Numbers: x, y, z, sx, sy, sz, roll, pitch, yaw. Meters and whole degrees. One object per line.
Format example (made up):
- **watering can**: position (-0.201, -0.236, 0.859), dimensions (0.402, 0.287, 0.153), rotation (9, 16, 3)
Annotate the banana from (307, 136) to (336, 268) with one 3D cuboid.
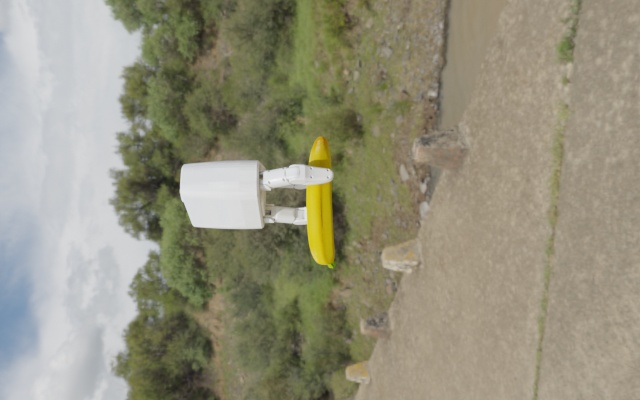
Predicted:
- **banana**: position (-0.001, 0.008, 0.681), dimensions (0.037, 0.198, 0.069), rotation (-2, 7, 3)
